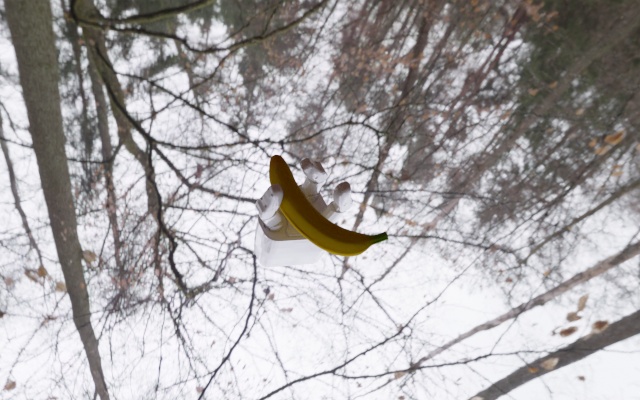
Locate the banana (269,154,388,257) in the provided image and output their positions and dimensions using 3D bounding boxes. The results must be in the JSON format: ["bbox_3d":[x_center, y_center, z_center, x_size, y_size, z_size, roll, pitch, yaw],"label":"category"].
[{"bbox_3d":[-0.009,0.016,0.636,0.198,0.069,0.037,37,-27,14],"label":"banana"}]
